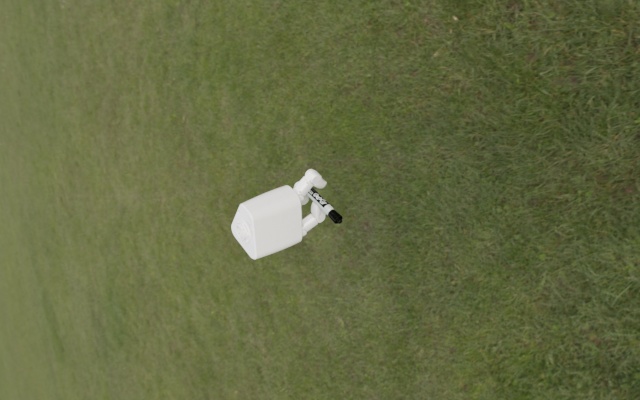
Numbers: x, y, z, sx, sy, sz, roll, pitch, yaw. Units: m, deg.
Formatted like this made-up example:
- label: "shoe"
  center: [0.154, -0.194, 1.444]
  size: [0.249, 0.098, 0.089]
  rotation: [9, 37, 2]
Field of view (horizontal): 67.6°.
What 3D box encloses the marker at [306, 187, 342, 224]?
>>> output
- label: "marker"
  center: [0.000, 0.003, 0.900]
  size: [0.020, 0.020, 0.121]
  rotation: [0, 37, -49]
